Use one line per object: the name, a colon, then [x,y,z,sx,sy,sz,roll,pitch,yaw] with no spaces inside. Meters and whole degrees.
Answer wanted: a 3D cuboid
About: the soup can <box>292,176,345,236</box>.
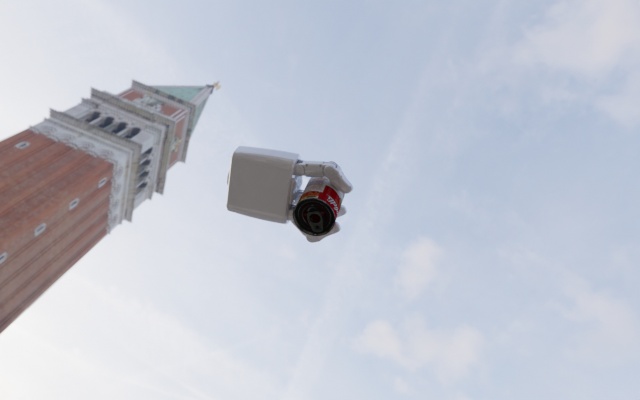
soup can: [0.001,0.002,0.776,0.068,0.068,0.102,0,29,14]
